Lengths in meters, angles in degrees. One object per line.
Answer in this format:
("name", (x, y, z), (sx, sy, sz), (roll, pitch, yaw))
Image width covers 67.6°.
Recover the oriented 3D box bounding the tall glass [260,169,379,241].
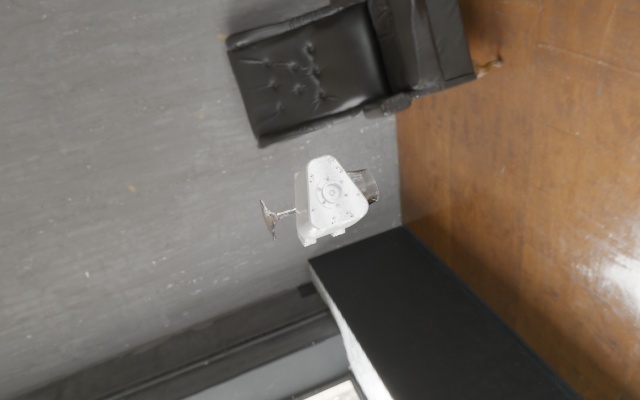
("tall glass", (-0.001, 0.003, 0.841), (0.201, 0.079, 0.079), (-19, 4, -13))
